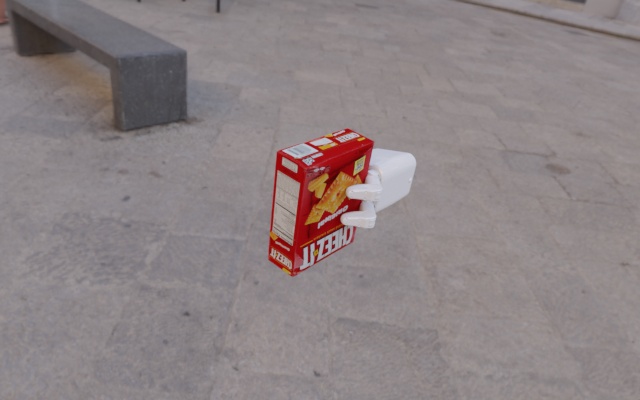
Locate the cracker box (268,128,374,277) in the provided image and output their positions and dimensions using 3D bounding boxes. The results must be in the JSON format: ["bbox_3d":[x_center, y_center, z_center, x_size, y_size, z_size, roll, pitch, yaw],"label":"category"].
[{"bbox_3d":[0.000,0.002,0.803,0.072,0.214,0.164,32,39,33],"label":"cracker box"}]
